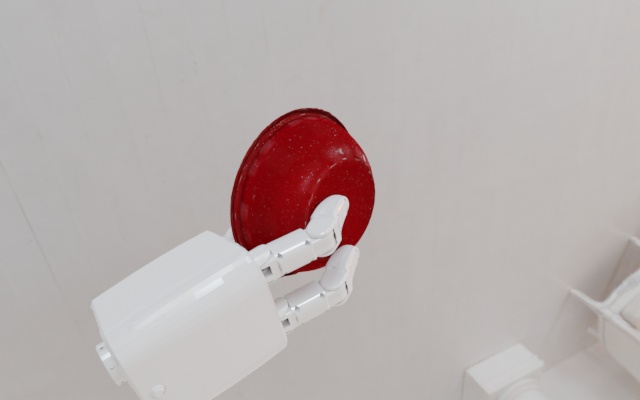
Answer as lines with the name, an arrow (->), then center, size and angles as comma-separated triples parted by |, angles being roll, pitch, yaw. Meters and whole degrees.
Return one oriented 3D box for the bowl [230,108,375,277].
bowl -> 0.001, 0.001, 0.429 | 0.055, 0.162, 0.162 | 20, 13, 40
